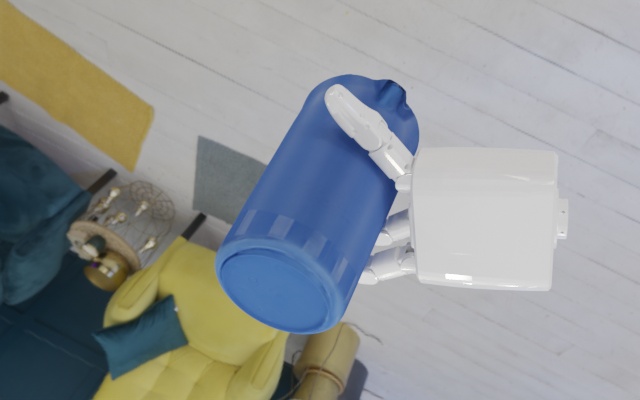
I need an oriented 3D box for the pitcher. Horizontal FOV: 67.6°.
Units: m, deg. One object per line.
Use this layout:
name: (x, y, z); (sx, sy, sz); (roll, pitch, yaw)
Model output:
pitcher: (0.000, 0.001, 0.449); (0.145, 0.149, 0.242); (2, 40, 24)
